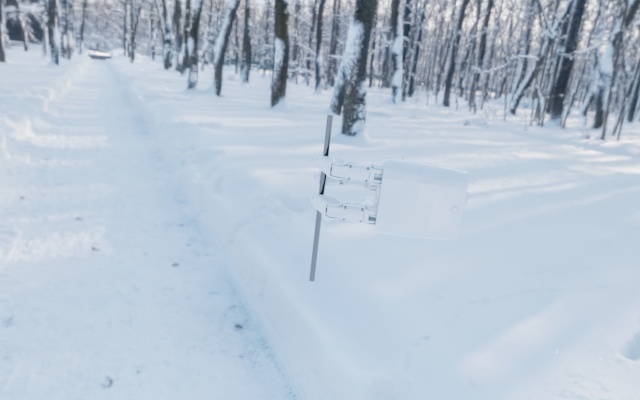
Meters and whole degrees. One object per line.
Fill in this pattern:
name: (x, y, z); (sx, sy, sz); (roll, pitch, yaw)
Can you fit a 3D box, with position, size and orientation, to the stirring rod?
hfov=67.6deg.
stirring rod: (0.000, 0.002, 0.667); (0.011, 0.239, 0.011); (6, 16, -2)
